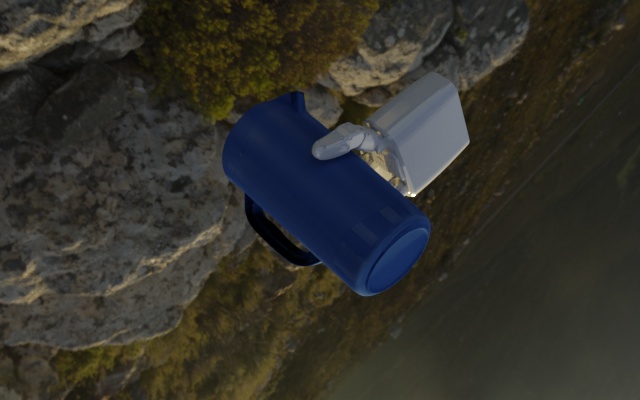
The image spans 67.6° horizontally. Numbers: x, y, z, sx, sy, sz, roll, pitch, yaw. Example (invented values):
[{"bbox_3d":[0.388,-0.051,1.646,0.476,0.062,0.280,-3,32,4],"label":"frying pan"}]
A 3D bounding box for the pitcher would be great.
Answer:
[{"bbox_3d":[0.000,0.002,0.556,0.242,0.145,0.149,43,-15,32],"label":"pitcher"}]
